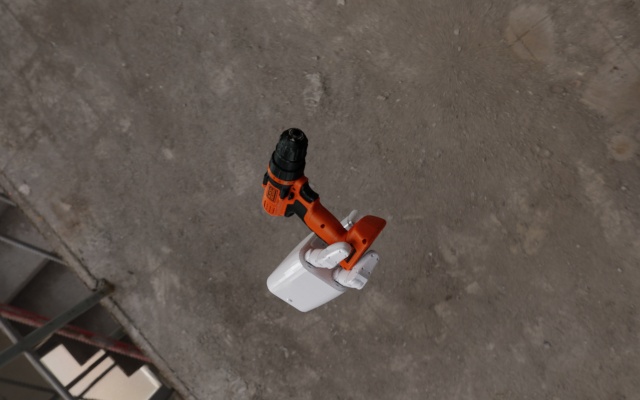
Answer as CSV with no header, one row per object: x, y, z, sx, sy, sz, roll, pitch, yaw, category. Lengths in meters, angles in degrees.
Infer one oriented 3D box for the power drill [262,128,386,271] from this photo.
0.000,0.003,0.682,0.057,0.187,0.184,-43,-14,-31,power drill
